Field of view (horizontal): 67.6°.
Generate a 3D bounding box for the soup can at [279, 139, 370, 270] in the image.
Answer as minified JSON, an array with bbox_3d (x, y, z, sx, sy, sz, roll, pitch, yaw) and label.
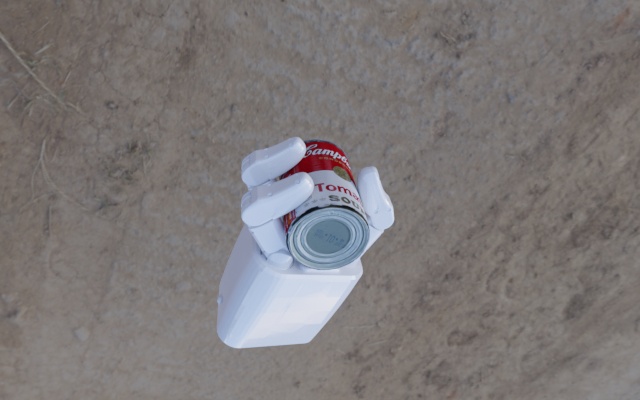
[{"bbox_3d":[0.000,0.001,0.411,0.068,0.069,0.102,0,36,-9],"label":"soup can"}]
